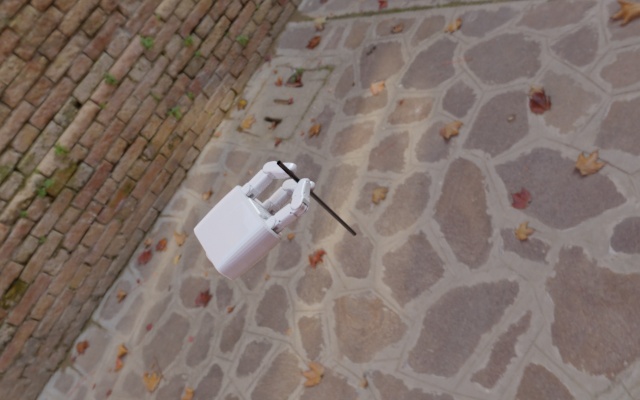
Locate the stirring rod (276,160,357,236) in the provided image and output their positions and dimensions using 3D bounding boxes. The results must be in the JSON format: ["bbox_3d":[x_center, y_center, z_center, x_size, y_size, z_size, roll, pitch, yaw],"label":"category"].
[{"bbox_3d":[0.000,0.003,0.804,0.011,0.011,0.240,0,-30,37],"label":"stirring rod"}]
